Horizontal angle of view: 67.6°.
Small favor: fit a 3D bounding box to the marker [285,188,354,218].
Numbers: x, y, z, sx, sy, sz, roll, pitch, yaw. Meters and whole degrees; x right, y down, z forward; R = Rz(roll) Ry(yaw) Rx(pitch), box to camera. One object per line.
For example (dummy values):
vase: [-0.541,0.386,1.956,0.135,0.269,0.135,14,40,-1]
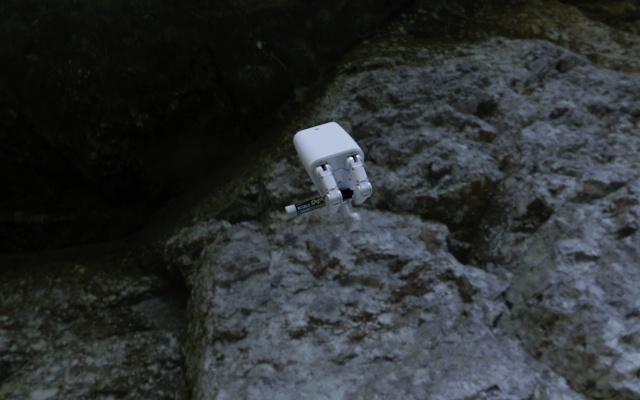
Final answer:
marker: [0.000,0.003,0.807,0.121,0.020,0.020,-17,4,-12]
